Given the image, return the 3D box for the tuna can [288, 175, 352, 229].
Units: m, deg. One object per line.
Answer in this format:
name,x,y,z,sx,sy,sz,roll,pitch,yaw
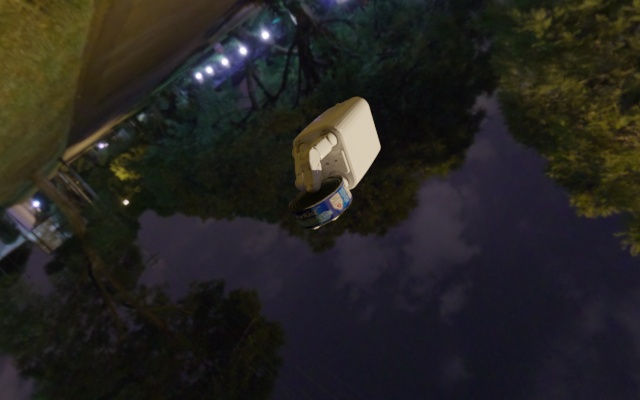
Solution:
tuna can,0.000,0.003,0.660,0.086,0.034,0.086,-27,19,10
